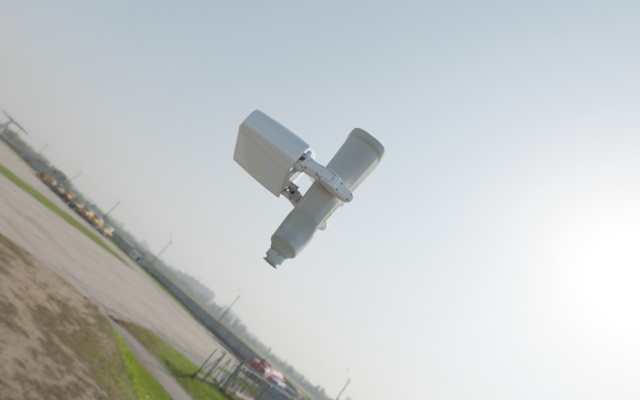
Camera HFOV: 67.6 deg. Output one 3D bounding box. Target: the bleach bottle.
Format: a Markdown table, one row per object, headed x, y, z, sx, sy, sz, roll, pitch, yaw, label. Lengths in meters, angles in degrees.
| x | y | z | sx | sy | sz | roll | pitch | yaw | label |
| --- | --- | --- | --- | --- | --- | --- | --- | --- | --- |
| 0.000 | 0.003 | 0.763 | 0.068 | 0.250 | 0.103 | 38 | -18 | 7 | bleach bottle |
